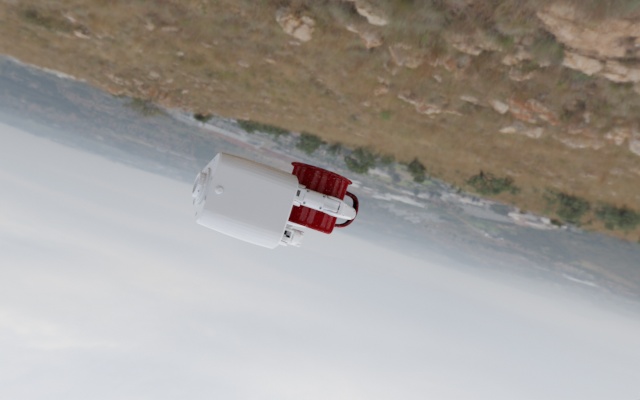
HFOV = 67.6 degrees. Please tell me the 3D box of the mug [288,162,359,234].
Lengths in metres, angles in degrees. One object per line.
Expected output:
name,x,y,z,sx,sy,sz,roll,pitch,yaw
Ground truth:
mug,0.001,0.003,0.686,0.117,0.081,0.093,20,-4,-21
